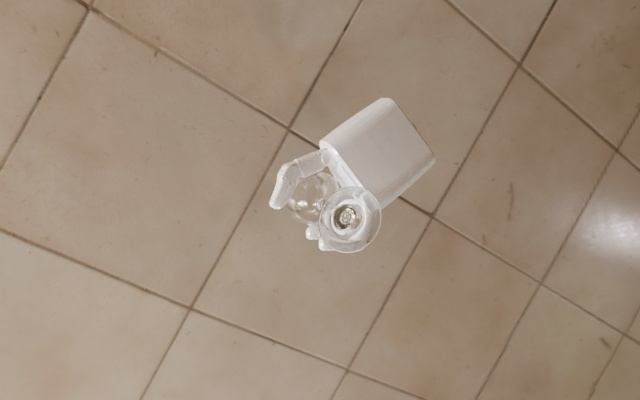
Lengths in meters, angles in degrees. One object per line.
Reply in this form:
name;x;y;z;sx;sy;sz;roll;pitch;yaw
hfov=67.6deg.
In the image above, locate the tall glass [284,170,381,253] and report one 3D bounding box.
tall glass;0.000;0.002;0.608;0.079;0.079;0.201;0;11;-20
